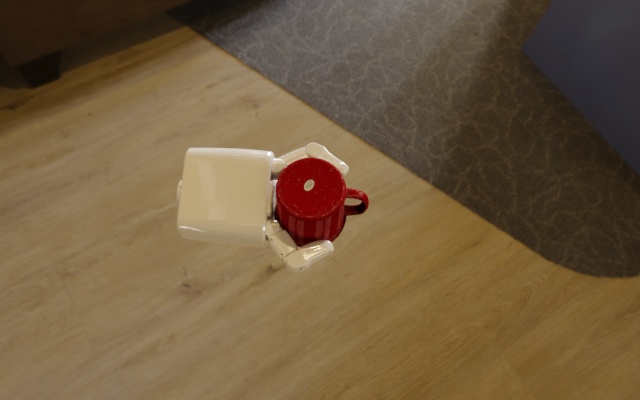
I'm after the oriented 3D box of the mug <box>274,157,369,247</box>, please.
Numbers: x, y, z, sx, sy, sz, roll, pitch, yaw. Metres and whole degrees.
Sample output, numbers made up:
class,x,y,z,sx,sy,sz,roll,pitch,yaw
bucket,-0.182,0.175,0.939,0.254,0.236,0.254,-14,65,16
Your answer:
class,x,y,z,sx,sy,sz,roll,pitch,yaw
mug,0.002,0.002,0.577,0.117,0.093,0.081,4,-25,0
